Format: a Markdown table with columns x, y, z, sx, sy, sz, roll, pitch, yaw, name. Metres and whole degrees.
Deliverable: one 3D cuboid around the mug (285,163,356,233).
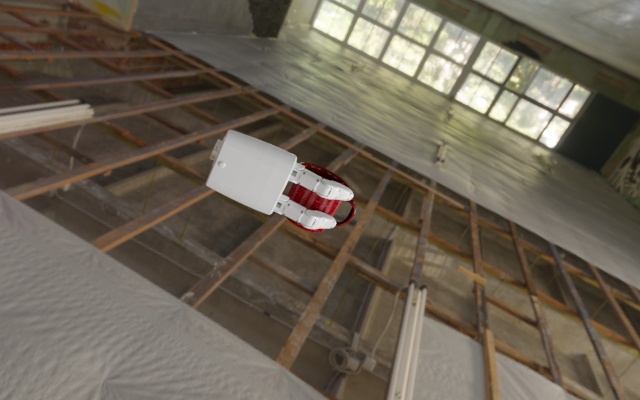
| x | y | z | sx | sy | sz | roll | pitch | yaw | name |
| --- | --- | --- | --- | --- | --- | --- | --- | --- | --- |
| 0.001 | 0.003 | 0.772 | 0.117 | 0.081 | 0.093 | 25 | 21 | -10 | mug |
